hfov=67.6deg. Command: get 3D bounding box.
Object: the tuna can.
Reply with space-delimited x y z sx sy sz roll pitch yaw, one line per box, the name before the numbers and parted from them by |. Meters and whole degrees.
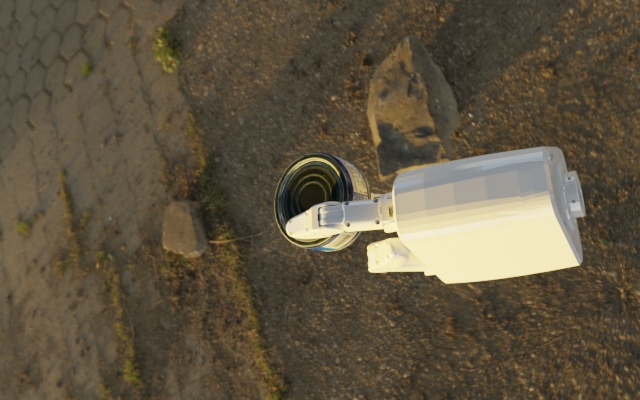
tuna can | 0.000 0.001 0.423 0.086 0.086 0.034 0 -8 38
